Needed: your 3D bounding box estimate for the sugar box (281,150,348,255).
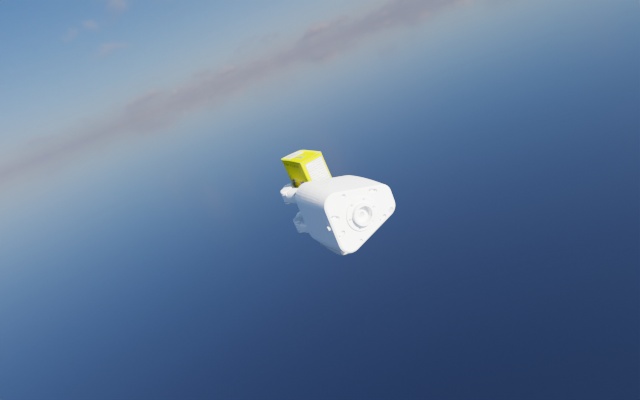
[{"bbox_3d":[0.000,0.003,0.804,0.048,0.176,0.093,-28,18,-18],"label":"sugar box"}]
